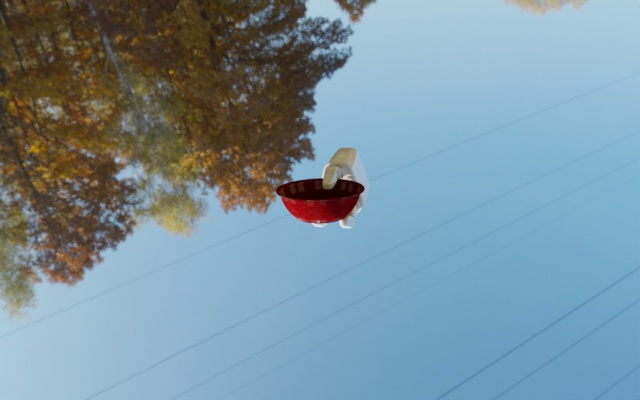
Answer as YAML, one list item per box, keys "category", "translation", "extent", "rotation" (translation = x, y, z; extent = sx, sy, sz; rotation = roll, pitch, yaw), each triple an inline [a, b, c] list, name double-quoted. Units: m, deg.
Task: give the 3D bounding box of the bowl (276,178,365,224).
- category: "bowl"
  translation: [0.000, 0.004, 0.870]
  extent: [0.162, 0.055, 0.162]
  rotation: [-1, 15, 0]
